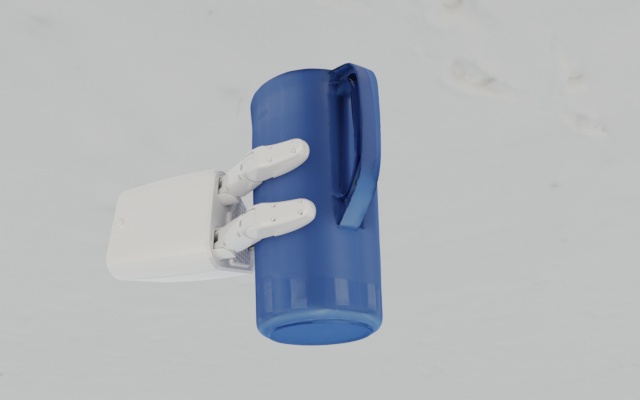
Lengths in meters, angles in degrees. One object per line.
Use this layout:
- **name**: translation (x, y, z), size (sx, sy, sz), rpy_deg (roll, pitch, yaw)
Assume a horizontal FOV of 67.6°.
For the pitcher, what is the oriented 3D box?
- **pitcher**: translation (0.000, 0.002, 0.449), size (0.145, 0.242, 0.149), rpy_deg (-10, -28, 14)
